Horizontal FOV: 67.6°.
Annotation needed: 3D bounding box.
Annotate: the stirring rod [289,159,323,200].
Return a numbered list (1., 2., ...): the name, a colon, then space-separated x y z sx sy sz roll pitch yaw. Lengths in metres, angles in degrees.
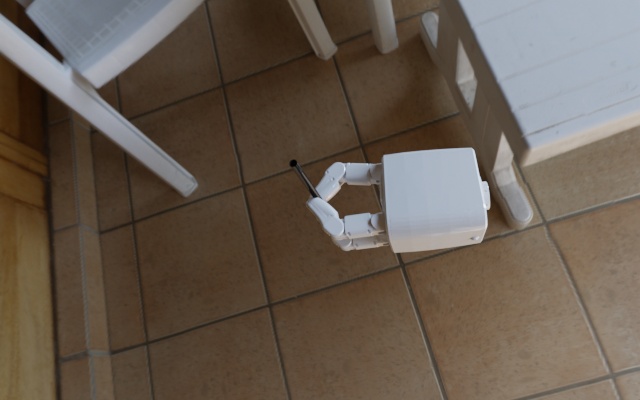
1. stirring rod: 0.000 0.002 0.575 0.011 0.011 0.240 0 -18 13
